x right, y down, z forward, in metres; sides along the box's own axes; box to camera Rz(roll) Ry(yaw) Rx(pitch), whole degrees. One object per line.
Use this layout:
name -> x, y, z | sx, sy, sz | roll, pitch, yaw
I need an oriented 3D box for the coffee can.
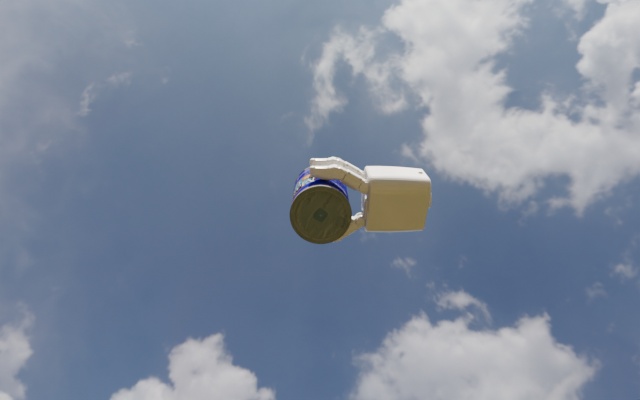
coffee can -> 0.000, 0.003, 0.849 | 0.103, 0.103, 0.140 | 0, 19, 0
